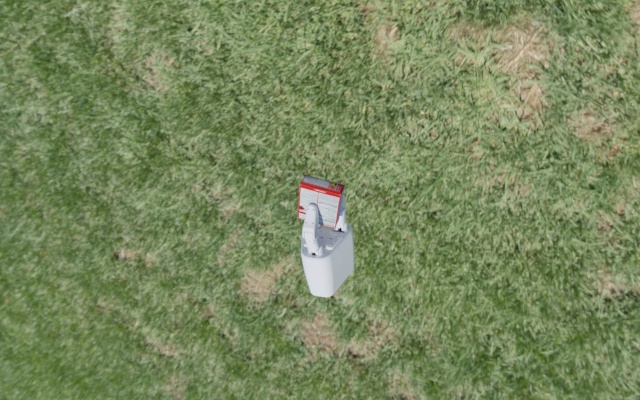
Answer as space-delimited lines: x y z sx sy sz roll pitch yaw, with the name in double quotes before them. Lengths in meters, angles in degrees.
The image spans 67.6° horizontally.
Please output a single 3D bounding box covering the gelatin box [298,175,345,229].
"gelatin box" 0.000 0.003 0.834 0.073 0.089 0.030 15 46 9
